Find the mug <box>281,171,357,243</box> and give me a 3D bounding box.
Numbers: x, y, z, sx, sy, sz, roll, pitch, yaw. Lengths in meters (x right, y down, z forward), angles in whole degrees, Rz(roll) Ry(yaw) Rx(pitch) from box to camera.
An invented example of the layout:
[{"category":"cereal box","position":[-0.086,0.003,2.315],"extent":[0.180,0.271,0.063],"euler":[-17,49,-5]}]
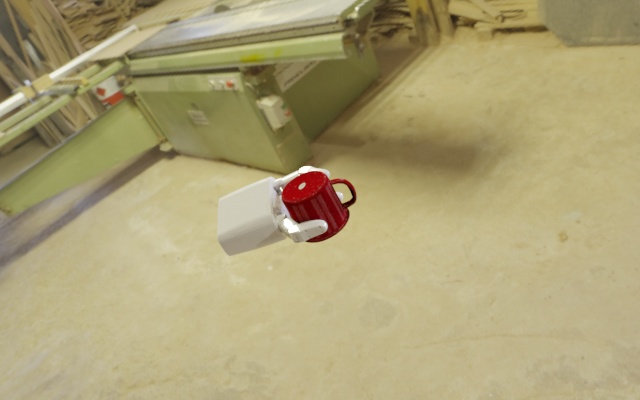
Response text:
[{"category":"mug","position":[0.001,0.002,0.760],"extent":[0.117,0.081,0.093],"euler":[-22,32,11]}]
